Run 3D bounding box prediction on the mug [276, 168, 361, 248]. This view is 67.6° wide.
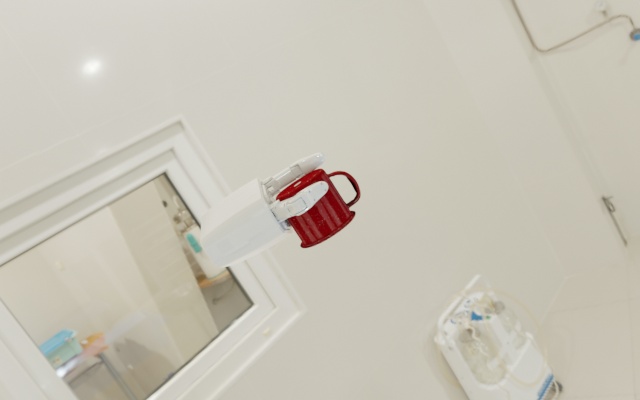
[{"bbox_3d":[0.001,0.001,0.675,0.117,0.081,0.093,-31,10,6],"label":"mug"}]
